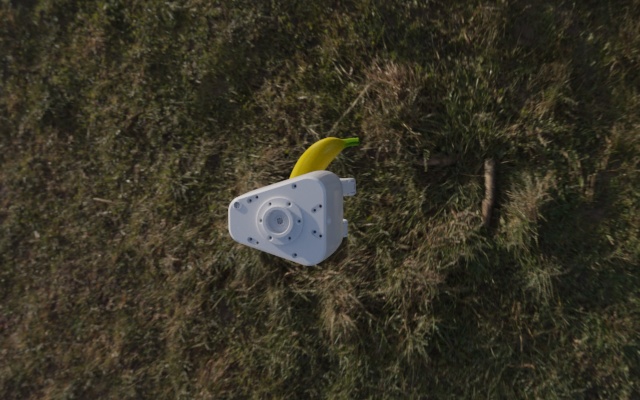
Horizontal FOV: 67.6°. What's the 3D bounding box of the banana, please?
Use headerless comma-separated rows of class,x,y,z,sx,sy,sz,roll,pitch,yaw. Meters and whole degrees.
banana,-0.015,-0.009,0.666,0.069,0.198,0.037,25,7,2
